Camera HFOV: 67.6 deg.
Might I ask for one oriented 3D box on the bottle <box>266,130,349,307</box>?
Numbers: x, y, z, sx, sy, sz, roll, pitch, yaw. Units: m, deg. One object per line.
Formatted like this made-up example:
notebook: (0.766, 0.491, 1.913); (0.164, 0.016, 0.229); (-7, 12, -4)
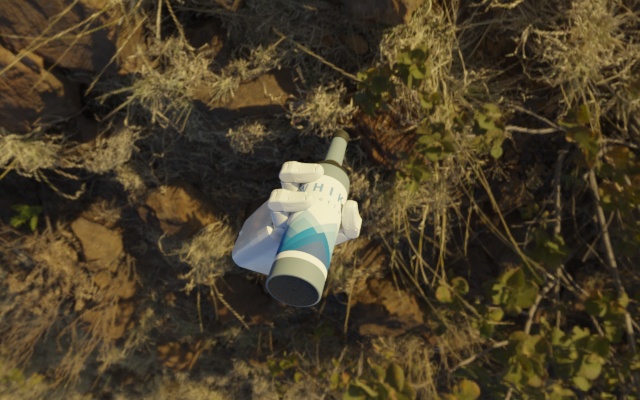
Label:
bottle: (0.000, 0.002, 0.653); (0.069, 0.295, 0.069); (9, -43, 9)
